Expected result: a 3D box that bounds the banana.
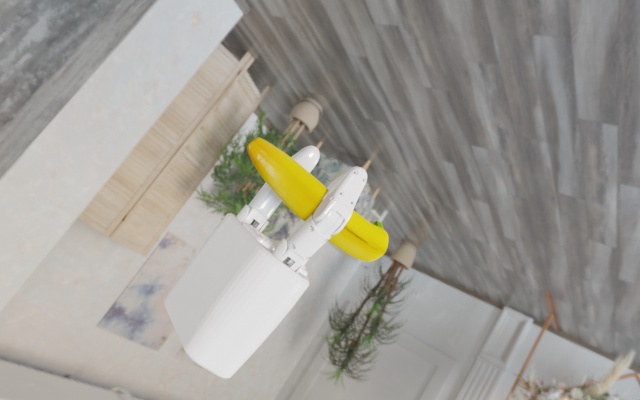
[{"bbox_3d":[0.010,0.013,0.438,0.198,0.037,0.069,36,10,-42],"label":"banana"}]
